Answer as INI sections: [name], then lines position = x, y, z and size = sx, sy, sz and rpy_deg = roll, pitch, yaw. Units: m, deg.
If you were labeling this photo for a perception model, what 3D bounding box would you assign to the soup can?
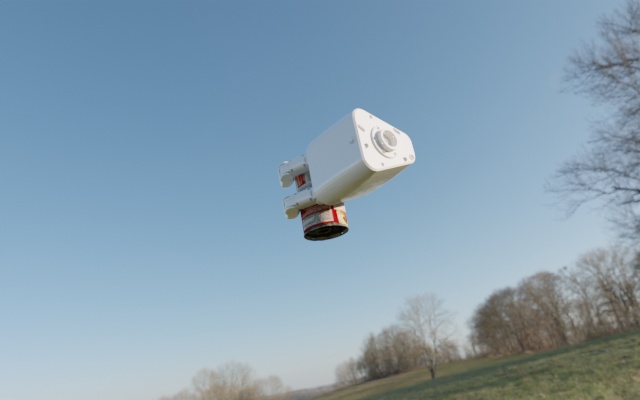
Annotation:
[soup can]
position = 0.000, 0.002, 0.723
size = 0.068, 0.102, 0.068
rpy_deg = -9, -21, -4
